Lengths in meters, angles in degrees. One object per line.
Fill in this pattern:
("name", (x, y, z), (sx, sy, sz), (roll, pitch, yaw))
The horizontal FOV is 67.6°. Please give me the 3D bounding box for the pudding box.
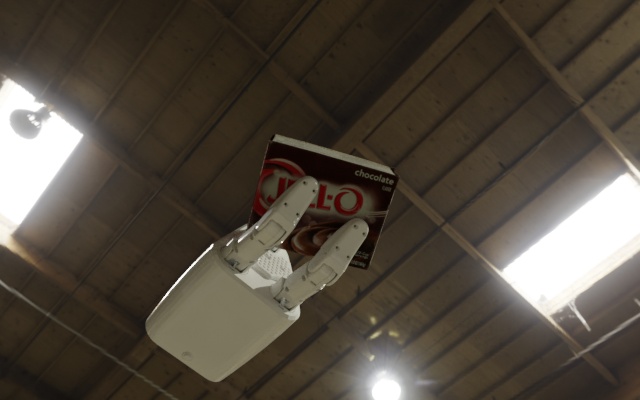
("pudding box", (0.000, 0.001, 0.412), (0.113, 0.090, 0.039), (14, 20, -6))
